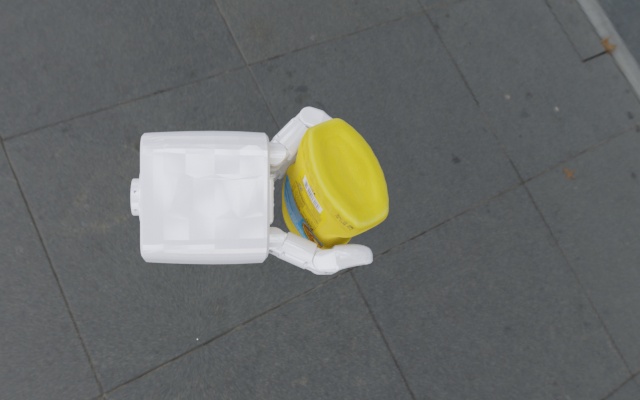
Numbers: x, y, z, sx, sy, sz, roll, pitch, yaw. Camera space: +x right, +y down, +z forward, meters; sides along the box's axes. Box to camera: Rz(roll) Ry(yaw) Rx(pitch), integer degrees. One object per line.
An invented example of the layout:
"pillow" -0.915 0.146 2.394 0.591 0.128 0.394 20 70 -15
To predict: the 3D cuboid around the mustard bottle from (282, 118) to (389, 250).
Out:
"mustard bottle" 0.000 0.001 0.469 0.058 0.096 0.192 -25 -8 -20
